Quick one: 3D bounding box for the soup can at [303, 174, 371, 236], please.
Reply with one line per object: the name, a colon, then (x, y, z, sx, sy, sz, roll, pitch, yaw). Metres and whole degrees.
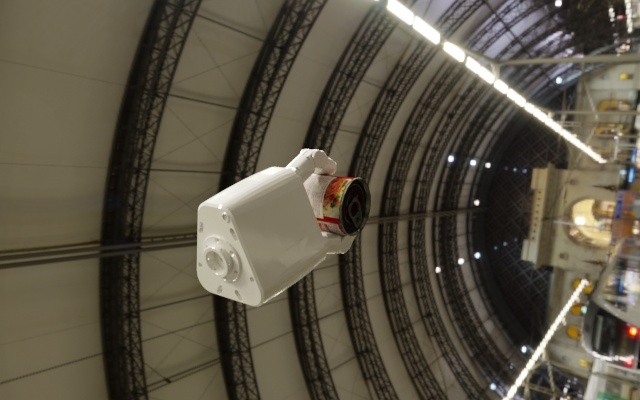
soup can: (0.000, 0.002, 0.577, 0.102, 0.068, 0.068, 8, 5, 34)
